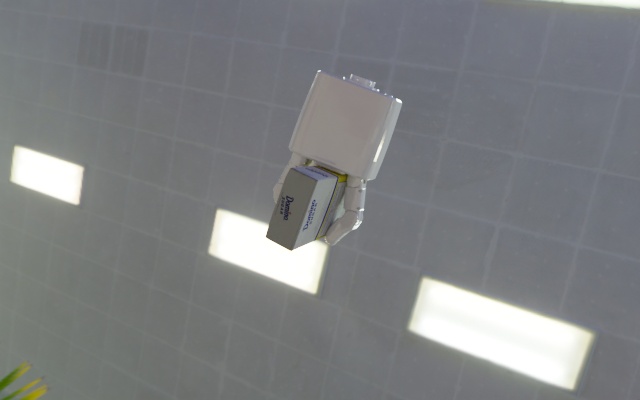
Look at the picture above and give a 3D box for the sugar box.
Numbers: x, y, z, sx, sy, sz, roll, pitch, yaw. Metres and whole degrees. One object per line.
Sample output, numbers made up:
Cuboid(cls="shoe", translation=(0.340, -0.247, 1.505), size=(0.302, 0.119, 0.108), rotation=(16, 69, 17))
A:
Cuboid(cls="sugar box", translation=(0.000, 0.002, 0.621), size=(0.048, 0.093, 0.176), rotation=(26, 15, 22))
